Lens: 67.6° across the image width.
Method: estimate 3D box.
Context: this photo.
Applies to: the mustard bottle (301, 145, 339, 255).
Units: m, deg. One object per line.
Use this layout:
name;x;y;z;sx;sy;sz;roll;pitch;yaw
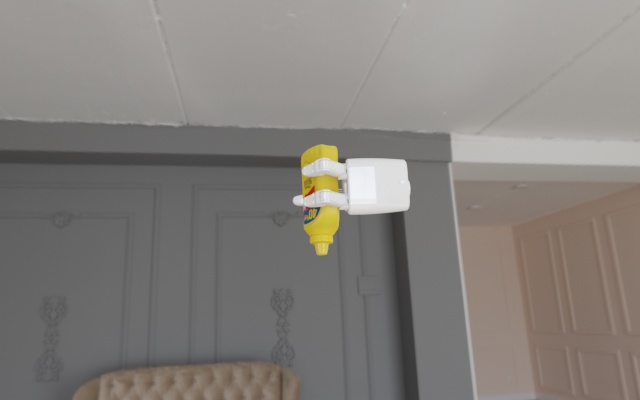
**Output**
mustard bottle;0.000;0.003;0.866;0.058;0.191;0.096;5;-15;-26
